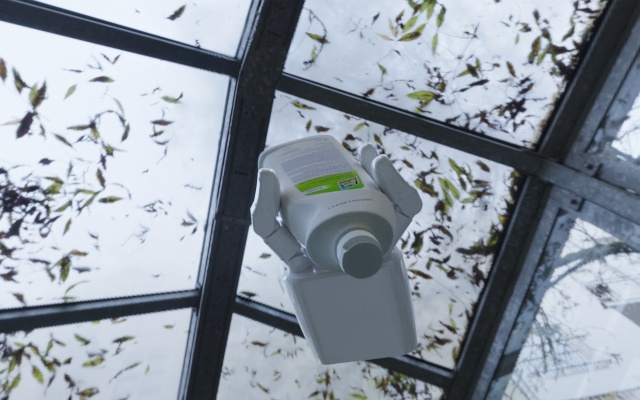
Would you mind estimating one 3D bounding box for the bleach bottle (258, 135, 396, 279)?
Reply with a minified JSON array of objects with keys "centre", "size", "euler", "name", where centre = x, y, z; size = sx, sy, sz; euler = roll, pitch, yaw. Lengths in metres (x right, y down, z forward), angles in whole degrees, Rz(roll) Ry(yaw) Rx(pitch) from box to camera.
[{"centre":[0.000,0.001,0.439],"size":[0.102,0.068,0.250],"euler":[-17,22,-4],"name":"bleach bottle"}]
